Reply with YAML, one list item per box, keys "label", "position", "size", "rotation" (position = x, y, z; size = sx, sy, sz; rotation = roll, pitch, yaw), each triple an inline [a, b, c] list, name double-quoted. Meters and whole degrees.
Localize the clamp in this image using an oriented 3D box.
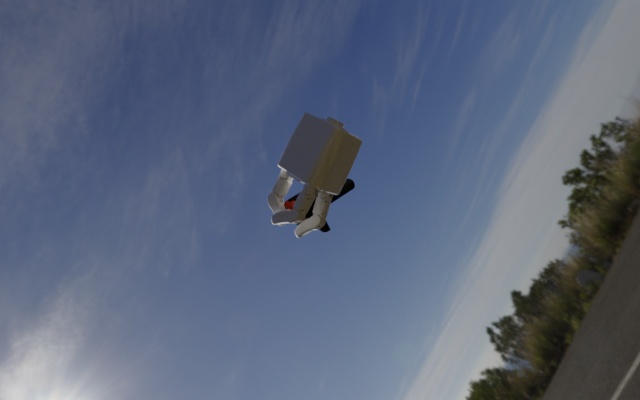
- label: "clamp"
  position: [0.000, 0.003, 0.881]
  size: [0.039, 0.120, 0.171]
  rotation: [32, 9, 26]
